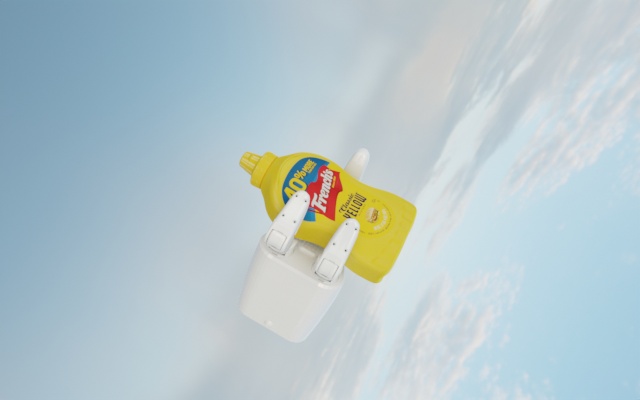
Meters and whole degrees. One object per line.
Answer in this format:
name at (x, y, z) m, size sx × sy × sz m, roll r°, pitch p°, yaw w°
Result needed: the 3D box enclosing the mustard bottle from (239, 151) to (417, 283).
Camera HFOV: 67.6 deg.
mustard bottle at (0.000, 0.002, 0.505) m, size 0.191 × 0.096 × 0.058 m, roll 29°, pitch -31°, yaw 4°
